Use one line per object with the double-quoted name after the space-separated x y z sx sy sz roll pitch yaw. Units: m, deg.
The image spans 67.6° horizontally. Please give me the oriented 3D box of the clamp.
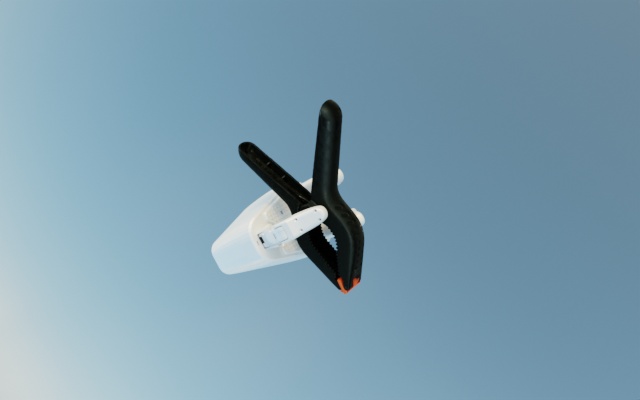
0.000 0.003 0.523 0.036 0.210 0.164 -30 3 -41 "clamp"
